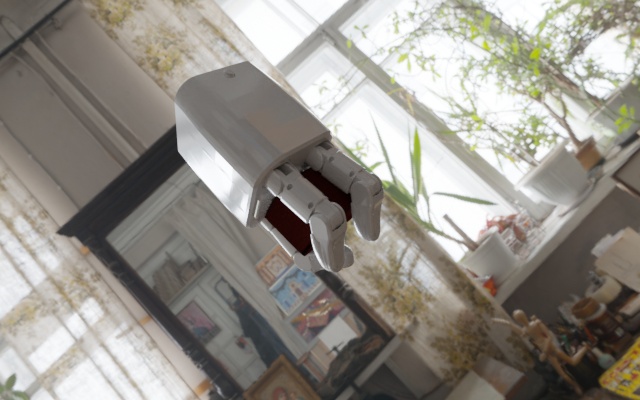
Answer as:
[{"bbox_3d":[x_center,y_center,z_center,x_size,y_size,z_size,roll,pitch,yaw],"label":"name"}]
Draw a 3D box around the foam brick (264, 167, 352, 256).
[{"bbox_3d":[0.000,0.001,0.430,0.078,0.051,0.053,-34,-16,-45],"label":"foam brick"}]
